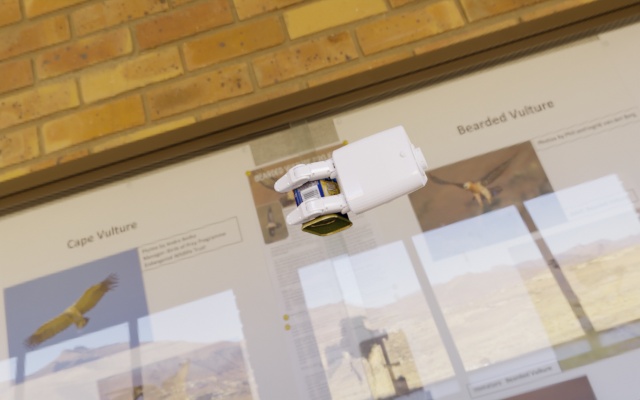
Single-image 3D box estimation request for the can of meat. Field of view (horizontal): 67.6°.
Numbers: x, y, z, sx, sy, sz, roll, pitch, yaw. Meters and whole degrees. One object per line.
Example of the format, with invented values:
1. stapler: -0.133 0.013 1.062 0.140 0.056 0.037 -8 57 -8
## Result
1. can of meat: 0.000 0.002 0.723 0.057 0.084 0.102 -23 -18 18
